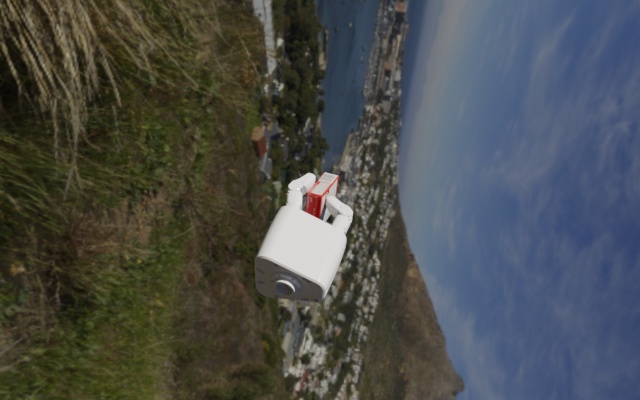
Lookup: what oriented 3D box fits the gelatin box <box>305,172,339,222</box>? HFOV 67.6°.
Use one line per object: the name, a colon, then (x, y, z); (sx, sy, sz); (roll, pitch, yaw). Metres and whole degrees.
gelatin box: (0.001, 0.003, 0.820); (0.030, 0.073, 0.089); (16, 31, 14)
